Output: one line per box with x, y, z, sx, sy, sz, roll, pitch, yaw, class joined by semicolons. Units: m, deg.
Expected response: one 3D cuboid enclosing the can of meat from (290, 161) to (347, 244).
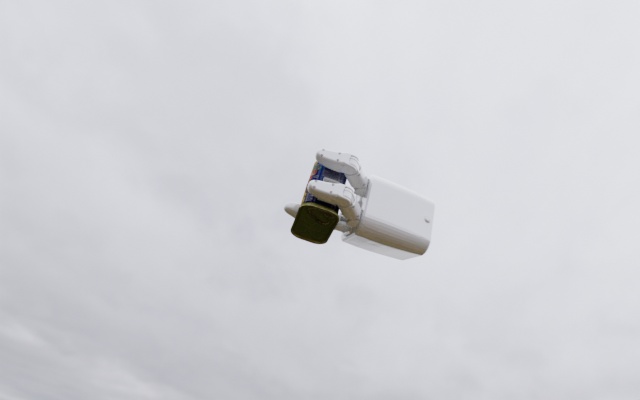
0.000;0.002;0.692;0.057;0.084;0.102;18;-32;-4;can of meat
